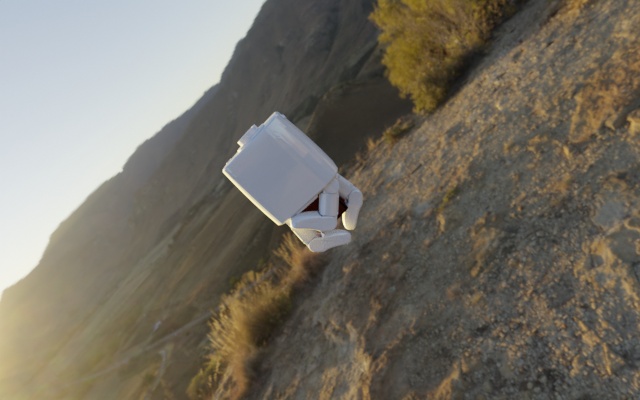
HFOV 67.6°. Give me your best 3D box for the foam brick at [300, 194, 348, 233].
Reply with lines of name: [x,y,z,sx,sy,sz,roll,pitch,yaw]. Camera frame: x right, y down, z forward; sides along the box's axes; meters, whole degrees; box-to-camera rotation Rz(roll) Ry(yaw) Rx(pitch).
foam brick: [0.000,0.002,0.687,0.051,0.053,0.078,42,7,-14]
